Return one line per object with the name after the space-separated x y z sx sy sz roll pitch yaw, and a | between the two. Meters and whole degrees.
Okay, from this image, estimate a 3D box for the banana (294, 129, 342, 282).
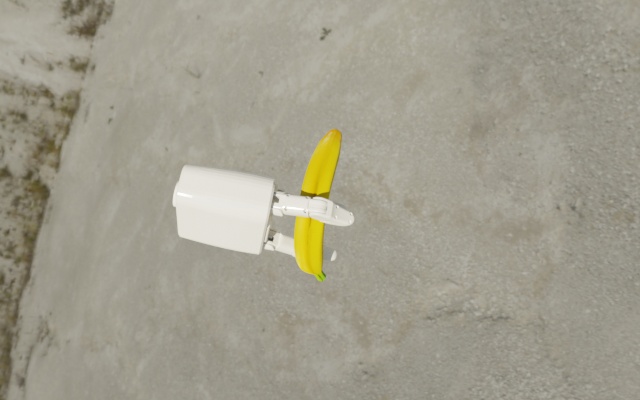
-0.005 0.006 0.591 0.037 0.198 0.069 9 3 14 | banana
